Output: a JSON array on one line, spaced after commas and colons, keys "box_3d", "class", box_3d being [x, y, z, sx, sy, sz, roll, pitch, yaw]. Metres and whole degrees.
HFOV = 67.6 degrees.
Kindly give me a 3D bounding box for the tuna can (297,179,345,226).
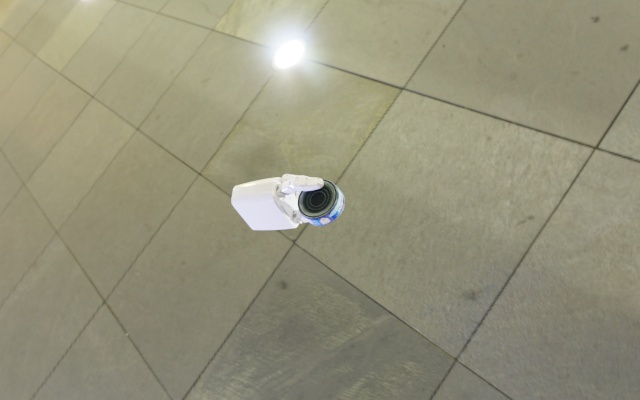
[{"box_3d": [0.000, 0.003, 0.897, 0.086, 0.086, 0.034, 0, -27, 27], "class": "tuna can"}]
